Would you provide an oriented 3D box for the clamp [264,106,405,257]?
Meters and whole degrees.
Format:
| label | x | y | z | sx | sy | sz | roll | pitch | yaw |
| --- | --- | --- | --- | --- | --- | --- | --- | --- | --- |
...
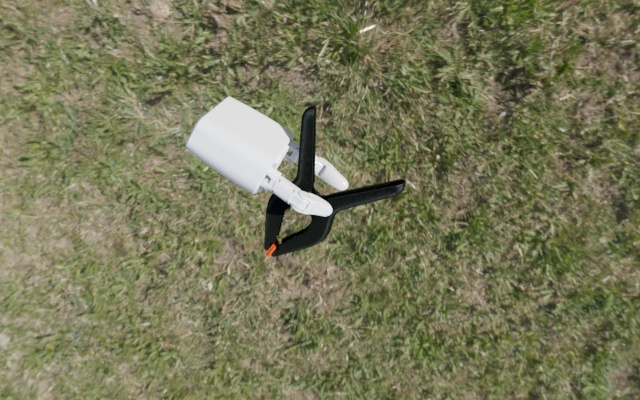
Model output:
| label | x | y | z | sx | sy | sz | roll | pitch | yaw |
| --- | --- | --- | --- | --- | --- | --- | --- | --- | --- |
| clamp | 0.000 | 0.003 | 0.647 | 0.164 | 0.210 | 0.036 | 33 | 18 | -2 |
